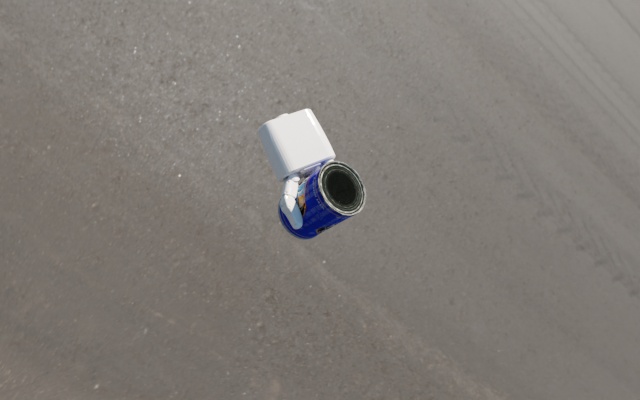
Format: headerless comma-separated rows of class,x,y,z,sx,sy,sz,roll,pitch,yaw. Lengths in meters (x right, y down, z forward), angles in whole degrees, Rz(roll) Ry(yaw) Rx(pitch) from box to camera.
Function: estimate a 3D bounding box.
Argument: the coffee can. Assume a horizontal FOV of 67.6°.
coffee can,0.000,0.003,0.876,0.103,0.102,0.140,0,-21,-37
